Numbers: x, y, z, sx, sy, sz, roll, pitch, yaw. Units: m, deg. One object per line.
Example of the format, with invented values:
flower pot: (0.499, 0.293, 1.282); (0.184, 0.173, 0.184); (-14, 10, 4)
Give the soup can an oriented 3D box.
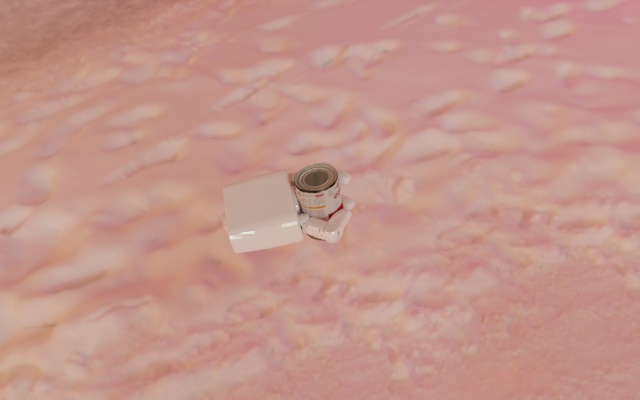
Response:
soup can: (0.001, 0.002, 0.732); (0.068, 0.102, 0.068); (-6, 41, 6)
